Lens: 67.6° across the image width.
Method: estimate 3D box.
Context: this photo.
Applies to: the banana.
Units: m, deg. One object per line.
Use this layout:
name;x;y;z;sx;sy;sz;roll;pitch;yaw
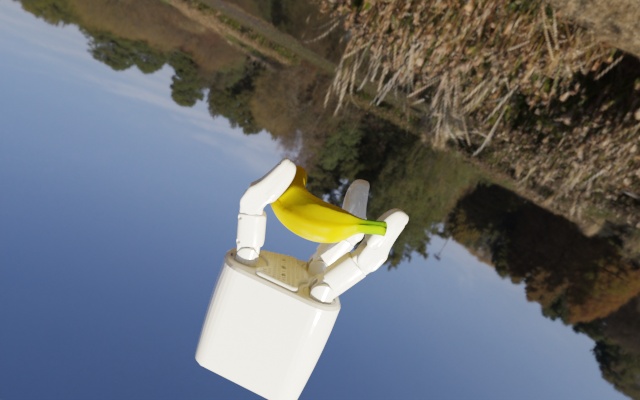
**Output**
banana;-0.015;0.001;0.454;0.069;0.037;0.197;6;16;-26
